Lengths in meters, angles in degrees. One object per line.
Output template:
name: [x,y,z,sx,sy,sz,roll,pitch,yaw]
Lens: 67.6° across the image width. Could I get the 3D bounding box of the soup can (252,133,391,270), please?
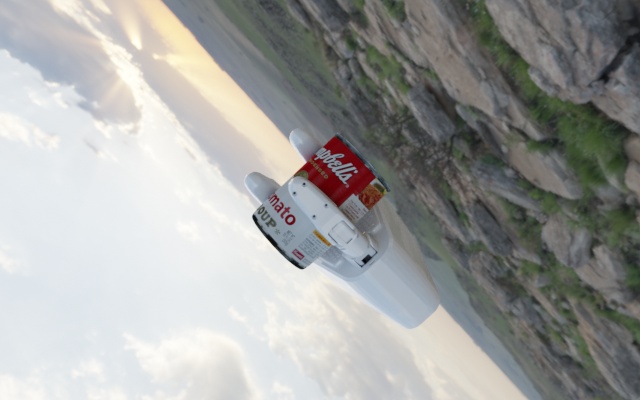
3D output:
soup can: [0.000,0.001,0.410,0.102,0.068,0.068,-43,-2,2]
